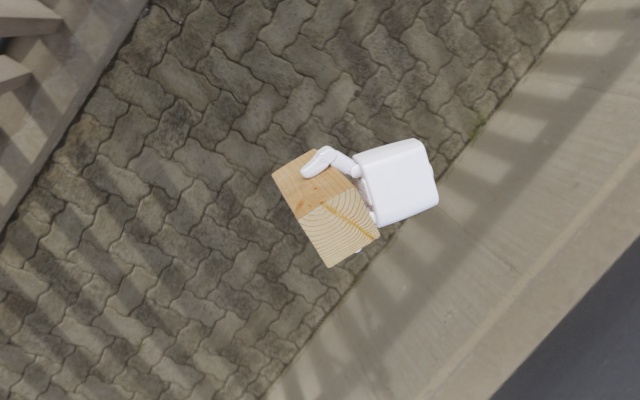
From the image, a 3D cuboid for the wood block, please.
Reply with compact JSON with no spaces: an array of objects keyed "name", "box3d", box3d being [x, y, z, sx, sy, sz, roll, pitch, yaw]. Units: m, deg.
[{"name":"wood block","box3d":[0.000,0.002,0.735,0.090,0.091,0.206,-31,25,-3]}]
